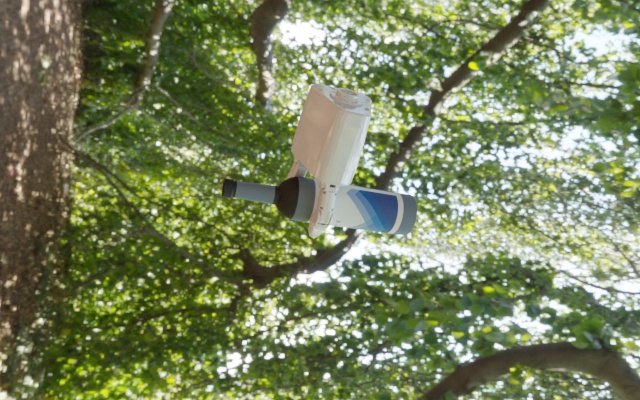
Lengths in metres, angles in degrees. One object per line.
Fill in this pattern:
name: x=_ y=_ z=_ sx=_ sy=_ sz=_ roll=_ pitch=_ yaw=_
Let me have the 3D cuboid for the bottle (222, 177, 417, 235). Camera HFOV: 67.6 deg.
bottle: x=0.000 y=0.002 z=0.726 sx=0.296 sy=0.069 sz=0.069 roll=9 pitch=-3 yaw=-17
